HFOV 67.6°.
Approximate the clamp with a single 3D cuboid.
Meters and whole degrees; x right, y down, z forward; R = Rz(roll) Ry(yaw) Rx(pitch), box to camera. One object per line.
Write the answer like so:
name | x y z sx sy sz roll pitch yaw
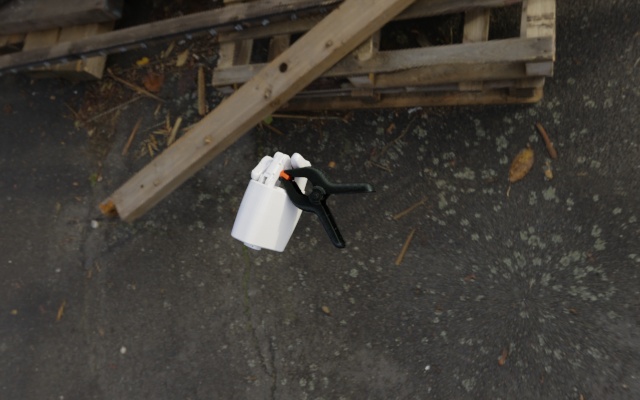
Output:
clamp | 0.000 0.002 0.814 0.171 0.120 0.039 23 2 25
